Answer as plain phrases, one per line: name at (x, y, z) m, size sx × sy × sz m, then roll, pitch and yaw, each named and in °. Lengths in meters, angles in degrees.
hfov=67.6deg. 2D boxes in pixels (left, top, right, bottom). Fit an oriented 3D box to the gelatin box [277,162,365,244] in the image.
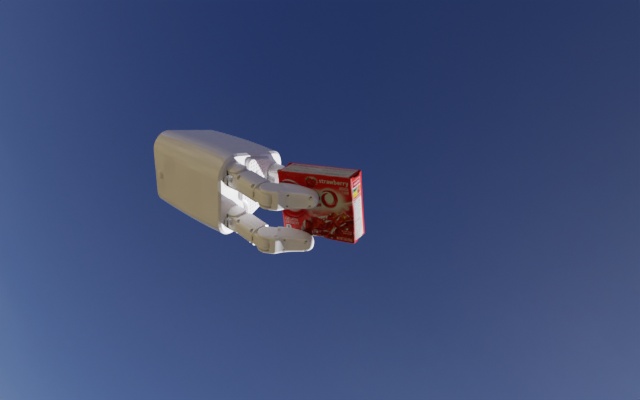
gelatin box at (0.001, 0.002, 0.505) m, size 0.089 × 0.073 × 0.030 m, roll 8°, pitch 27°, yaw 28°
